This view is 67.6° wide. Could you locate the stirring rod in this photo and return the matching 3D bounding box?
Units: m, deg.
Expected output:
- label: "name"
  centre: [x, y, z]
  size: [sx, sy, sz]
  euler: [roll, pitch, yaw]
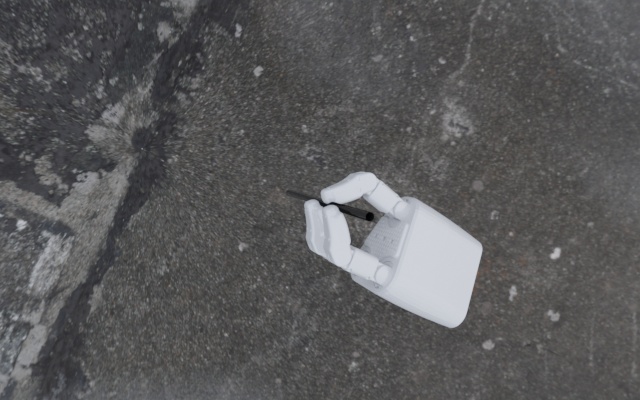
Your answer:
- label: "stirring rod"
  centre: [0.000, 0.002, 0.516]
  size: [0.011, 0.011, 0.239]
  euler: [0, 6, -20]
